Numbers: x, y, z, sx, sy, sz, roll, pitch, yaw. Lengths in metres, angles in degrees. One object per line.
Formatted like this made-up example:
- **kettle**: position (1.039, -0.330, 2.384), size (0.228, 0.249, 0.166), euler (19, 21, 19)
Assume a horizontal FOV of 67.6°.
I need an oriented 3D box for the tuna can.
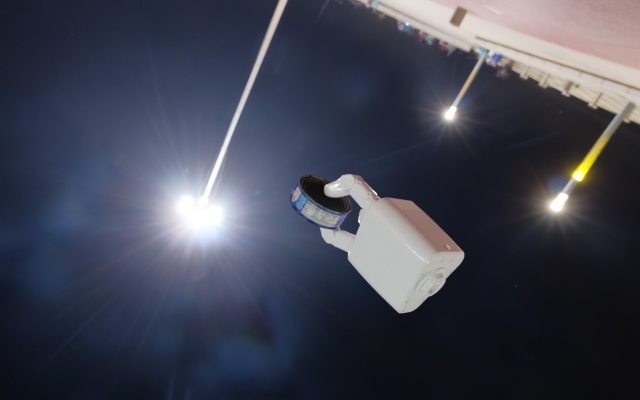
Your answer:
- **tuna can**: position (0.000, 0.003, 0.684), size (0.086, 0.034, 0.086), euler (26, 26, -14)
